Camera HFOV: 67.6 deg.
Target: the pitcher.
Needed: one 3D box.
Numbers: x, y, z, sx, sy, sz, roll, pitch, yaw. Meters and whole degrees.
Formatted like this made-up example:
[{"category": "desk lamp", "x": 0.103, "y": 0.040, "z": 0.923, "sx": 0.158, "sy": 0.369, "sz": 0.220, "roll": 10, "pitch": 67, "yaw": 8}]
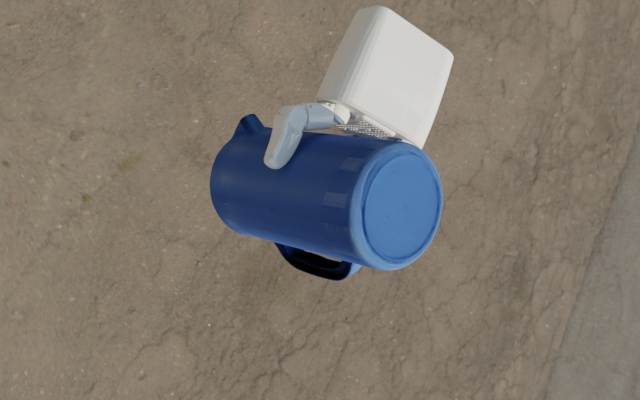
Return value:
[{"category": "pitcher", "x": 0.000, "y": 0.001, "z": 0.486, "sx": 0.149, "sy": 0.145, "sz": 0.243, "roll": 28, "pitch": -10, "yaw": -36}]
